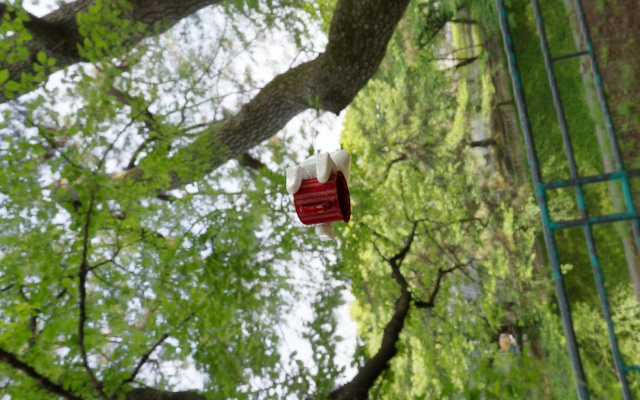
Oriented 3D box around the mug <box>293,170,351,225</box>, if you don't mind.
[{"bbox_3d":[0.000,0.003,0.830,0.081,0.093,0.117,-9,15,16],"label":"mug"}]
